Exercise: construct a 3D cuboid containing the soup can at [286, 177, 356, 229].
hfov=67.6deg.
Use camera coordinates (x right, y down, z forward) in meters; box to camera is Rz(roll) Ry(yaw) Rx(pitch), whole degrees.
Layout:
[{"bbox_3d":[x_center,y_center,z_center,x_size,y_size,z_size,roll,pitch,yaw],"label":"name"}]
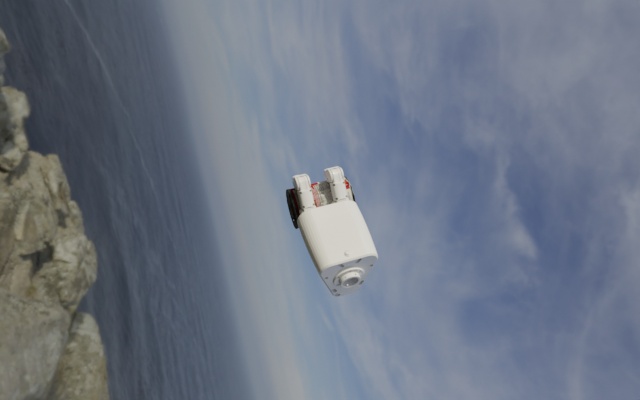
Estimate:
[{"bbox_3d":[0.000,0.002,0.796,0.102,0.068,0.068,-14,3,-11],"label":"soup can"}]
